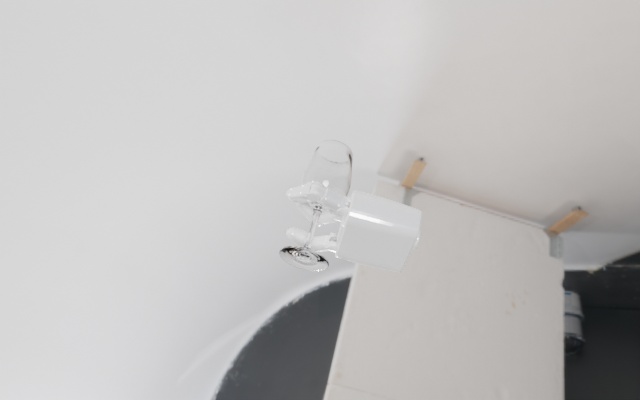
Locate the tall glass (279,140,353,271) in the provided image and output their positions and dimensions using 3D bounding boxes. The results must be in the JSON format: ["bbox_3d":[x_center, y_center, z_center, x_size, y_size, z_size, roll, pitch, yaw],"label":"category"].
[{"bbox_3d":[0.000,0.003,0.737,0.079,0.201,0.079,12,-30,7],"label":"tall glass"}]
